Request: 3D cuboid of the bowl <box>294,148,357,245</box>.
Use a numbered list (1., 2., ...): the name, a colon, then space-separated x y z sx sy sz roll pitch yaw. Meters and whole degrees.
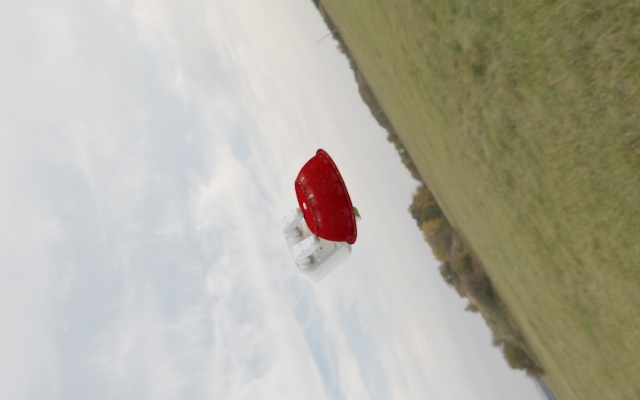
1. bowl: 0.000 0.002 0.753 0.055 0.162 0.162 -19 4 -13
